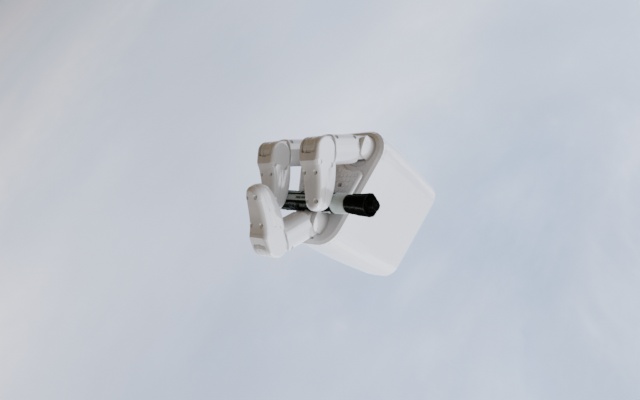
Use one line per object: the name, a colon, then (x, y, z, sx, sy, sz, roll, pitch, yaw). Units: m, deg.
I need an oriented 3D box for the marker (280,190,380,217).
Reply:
marker: (0.000, 0.001, 0.405, 0.121, 0.020, 0.020, 3, 2, 45)
